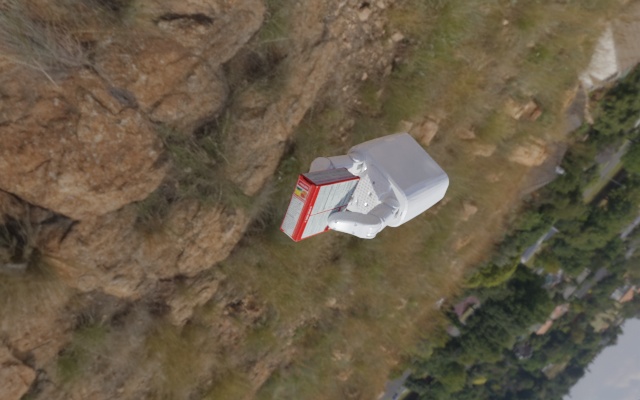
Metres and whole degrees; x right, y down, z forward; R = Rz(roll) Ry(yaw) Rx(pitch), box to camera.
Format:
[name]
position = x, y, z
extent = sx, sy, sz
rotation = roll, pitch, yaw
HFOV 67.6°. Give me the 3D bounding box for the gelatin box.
[gelatin box]
position = 0.000, 0.002, 0.553
extent = 0.030, 0.073, 0.089
rotation = 35, 28, 26
